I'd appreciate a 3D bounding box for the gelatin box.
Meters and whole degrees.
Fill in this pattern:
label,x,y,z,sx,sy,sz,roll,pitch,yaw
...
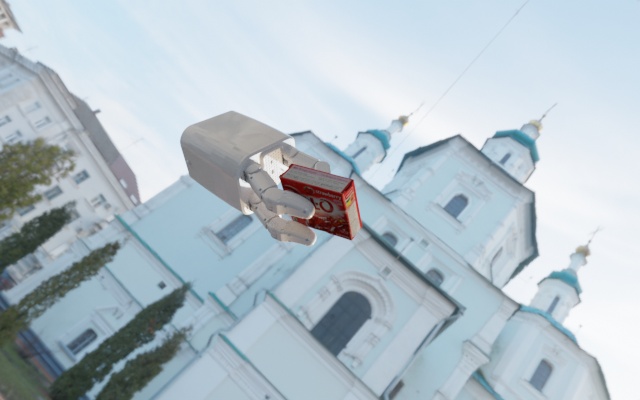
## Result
label,x,y,z,sx,sy,sz,roll,pitch,yaw
gelatin box,0.001,0.002,0.554,0.089,0.073,0.030,16,48,30
